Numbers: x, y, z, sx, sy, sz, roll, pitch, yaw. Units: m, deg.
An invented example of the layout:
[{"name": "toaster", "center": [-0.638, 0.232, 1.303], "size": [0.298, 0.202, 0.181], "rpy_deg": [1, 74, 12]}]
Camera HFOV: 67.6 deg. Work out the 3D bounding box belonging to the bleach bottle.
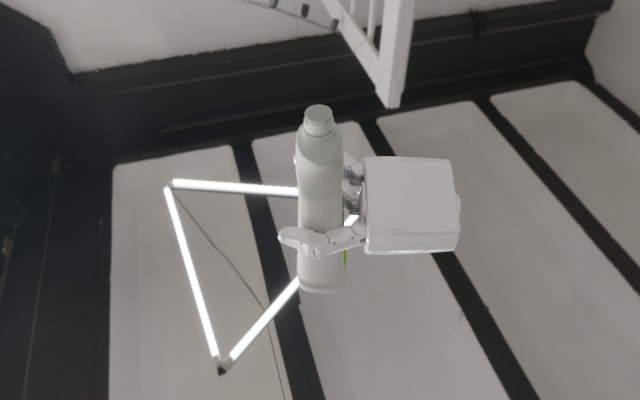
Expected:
[{"name": "bleach bottle", "center": [0.000, 0.002, 0.571], "size": [0.068, 0.102, 0.251], "rpy_deg": [-1, -42, 0]}]
